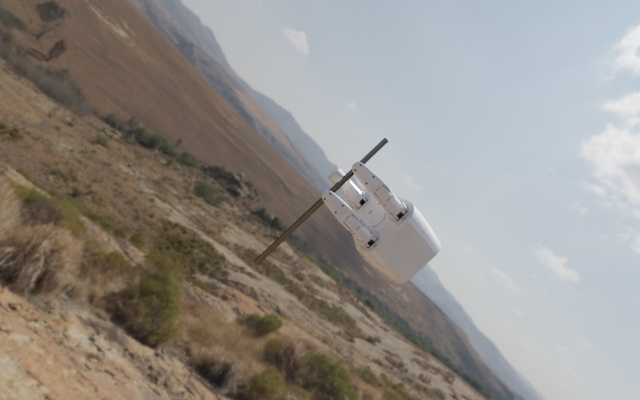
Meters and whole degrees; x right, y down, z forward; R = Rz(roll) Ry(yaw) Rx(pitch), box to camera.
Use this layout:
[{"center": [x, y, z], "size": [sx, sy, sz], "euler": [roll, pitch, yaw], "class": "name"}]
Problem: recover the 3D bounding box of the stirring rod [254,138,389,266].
[{"center": [0.000, 0.002, 0.636], "size": [0.239, 0.011, 0.011], "euler": [-43, -3, 3], "class": "stirring rod"}]
